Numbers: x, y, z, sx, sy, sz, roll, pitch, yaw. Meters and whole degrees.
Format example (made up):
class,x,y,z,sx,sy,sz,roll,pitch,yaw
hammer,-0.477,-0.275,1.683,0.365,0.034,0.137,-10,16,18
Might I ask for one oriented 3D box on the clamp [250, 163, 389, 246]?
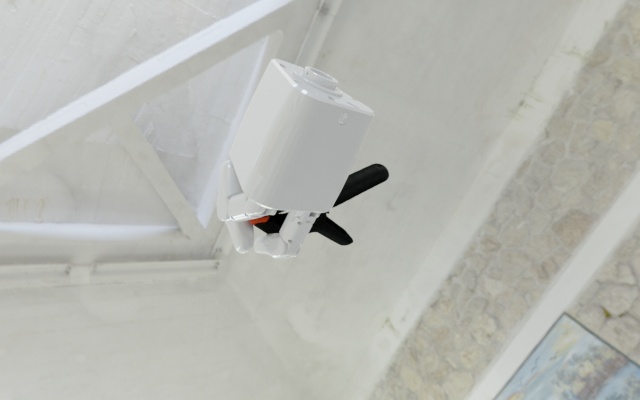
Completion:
class,x,y,z,sx,sy,sz,roll,pitch,yaw
clamp,0.000,0.001,0.533,0.171,0.120,0.039,5,31,-44
